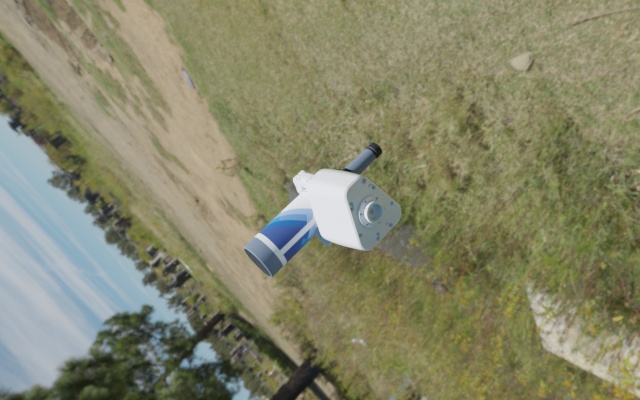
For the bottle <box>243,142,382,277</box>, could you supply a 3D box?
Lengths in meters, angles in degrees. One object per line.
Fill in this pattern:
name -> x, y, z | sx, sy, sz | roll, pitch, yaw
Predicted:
bottle -> 0.000, 0.003, 0.808 | 0.295, 0.069, 0.069 | -44, 17, -19
